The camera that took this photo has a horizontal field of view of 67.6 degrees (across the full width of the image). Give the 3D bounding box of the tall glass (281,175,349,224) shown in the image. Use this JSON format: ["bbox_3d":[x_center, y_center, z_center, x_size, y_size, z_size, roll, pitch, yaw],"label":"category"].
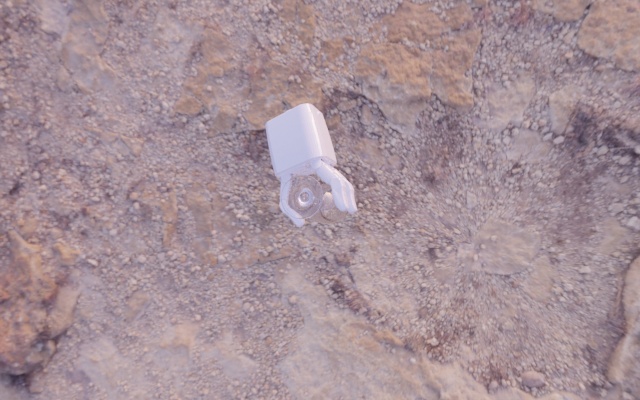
[{"bbox_3d":[0.000,0.003,0.881,0.079,0.079,0.201,0,-6,18],"label":"tall glass"}]
